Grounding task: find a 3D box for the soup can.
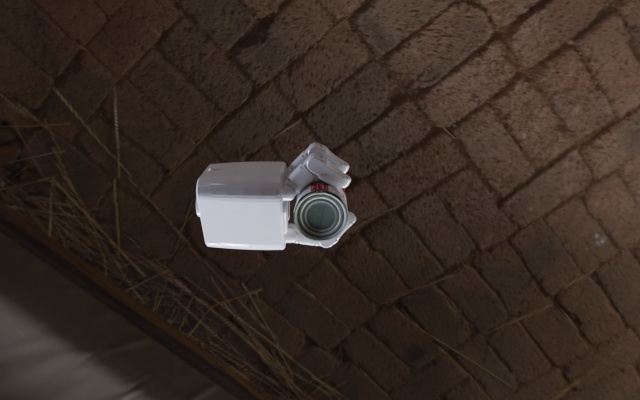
[{"bbox_3d":[0.001,0.002,0.619,0.068,0.068,0.102,0,21,0],"label":"soup can"}]
